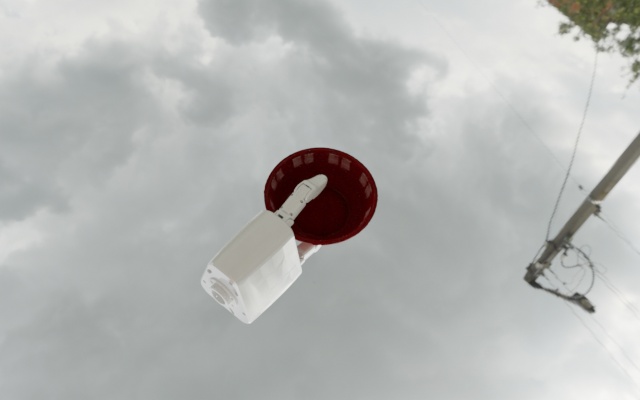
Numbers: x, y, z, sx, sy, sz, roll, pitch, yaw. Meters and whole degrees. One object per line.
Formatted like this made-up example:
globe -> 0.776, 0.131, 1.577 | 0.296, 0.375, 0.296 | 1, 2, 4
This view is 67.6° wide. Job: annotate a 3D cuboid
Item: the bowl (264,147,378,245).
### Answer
bowl -> 0.001, 0.002, 0.699 | 0.162, 0.162, 0.055 | 0, -30, -1
